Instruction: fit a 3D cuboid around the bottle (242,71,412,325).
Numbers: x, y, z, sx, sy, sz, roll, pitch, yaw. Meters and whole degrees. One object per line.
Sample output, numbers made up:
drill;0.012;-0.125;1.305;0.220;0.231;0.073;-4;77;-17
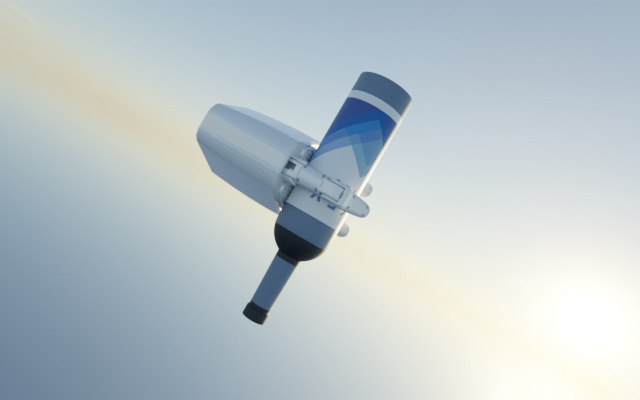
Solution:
bottle;0.000;0.002;0.527;0.069;0.295;0.069;30;-3;2
